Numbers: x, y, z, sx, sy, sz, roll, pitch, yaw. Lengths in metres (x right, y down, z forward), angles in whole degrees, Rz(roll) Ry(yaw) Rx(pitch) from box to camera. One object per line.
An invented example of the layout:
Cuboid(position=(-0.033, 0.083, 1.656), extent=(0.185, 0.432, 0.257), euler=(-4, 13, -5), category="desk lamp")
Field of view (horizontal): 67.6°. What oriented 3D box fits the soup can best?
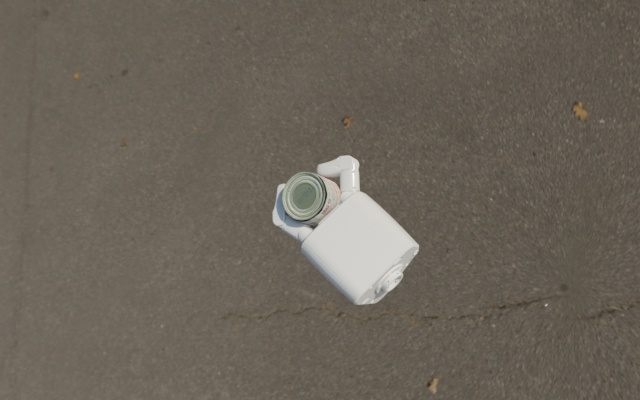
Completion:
Cuboid(position=(0.000, 0.002, 0.662), extent=(0.068, 0.068, 0.102), euler=(0, -9, 27), category="soup can")
